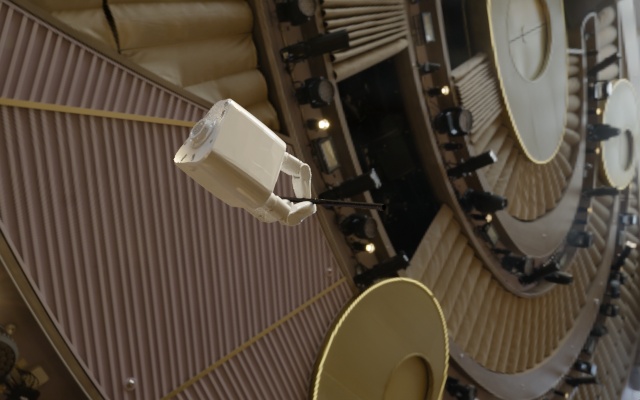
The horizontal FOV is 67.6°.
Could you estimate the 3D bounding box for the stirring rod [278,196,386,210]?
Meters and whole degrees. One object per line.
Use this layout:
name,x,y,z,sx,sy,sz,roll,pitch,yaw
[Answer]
stirring rod,0.000,0.002,0.683,0.011,0.011,0.239,0,3,-41
